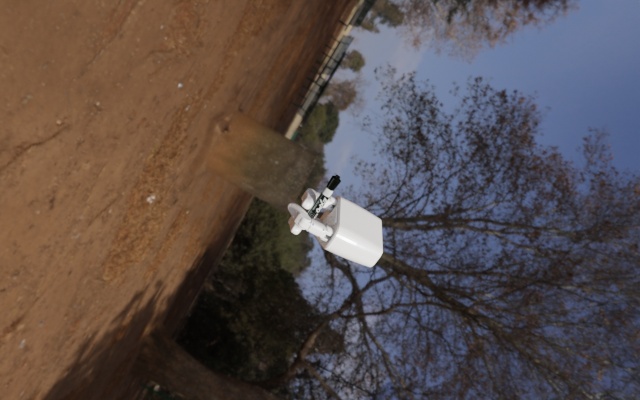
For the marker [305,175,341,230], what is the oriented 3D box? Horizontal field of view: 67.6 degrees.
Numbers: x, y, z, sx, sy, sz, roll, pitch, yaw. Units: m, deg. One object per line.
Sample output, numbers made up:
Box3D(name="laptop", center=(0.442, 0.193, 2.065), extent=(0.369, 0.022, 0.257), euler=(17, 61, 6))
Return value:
Box3D(name="marker", center=(0.000, 0.003, 0.866), extent=(0.020, 0.121, 0.020), euler=(29, 23, -14))
